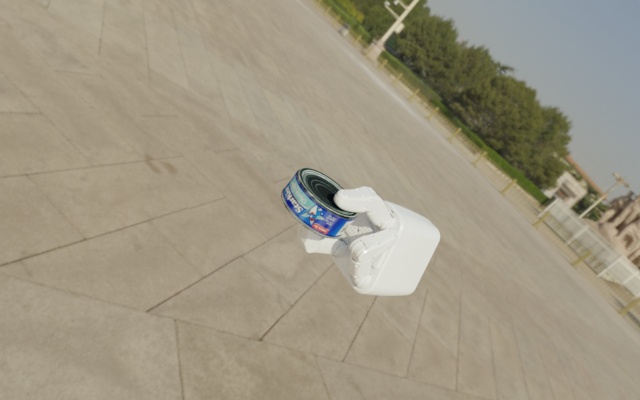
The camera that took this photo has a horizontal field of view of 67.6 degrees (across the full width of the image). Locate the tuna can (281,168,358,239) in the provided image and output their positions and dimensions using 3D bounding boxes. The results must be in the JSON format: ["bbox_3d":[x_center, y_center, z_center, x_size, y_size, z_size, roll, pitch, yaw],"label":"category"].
[{"bbox_3d":[0.000,0.001,0.542,0.086,0.034,0.086,32,23,-16],"label":"tuna can"}]
